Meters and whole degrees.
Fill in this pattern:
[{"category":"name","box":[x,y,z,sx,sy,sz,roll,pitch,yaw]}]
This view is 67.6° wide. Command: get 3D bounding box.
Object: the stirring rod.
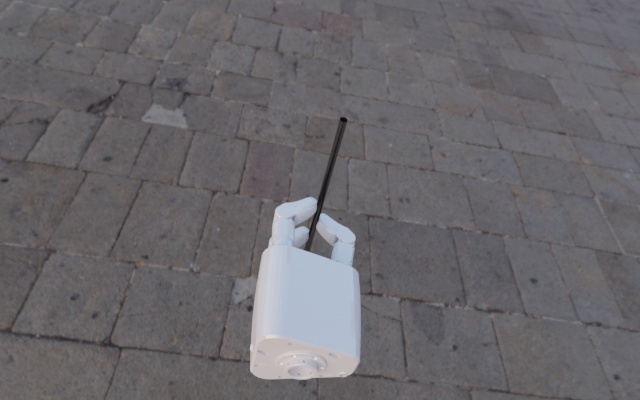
[{"category":"stirring rod","box":[0.000,0.002,0.561,0.011,0.011,0.240,0,-43,-15]}]
